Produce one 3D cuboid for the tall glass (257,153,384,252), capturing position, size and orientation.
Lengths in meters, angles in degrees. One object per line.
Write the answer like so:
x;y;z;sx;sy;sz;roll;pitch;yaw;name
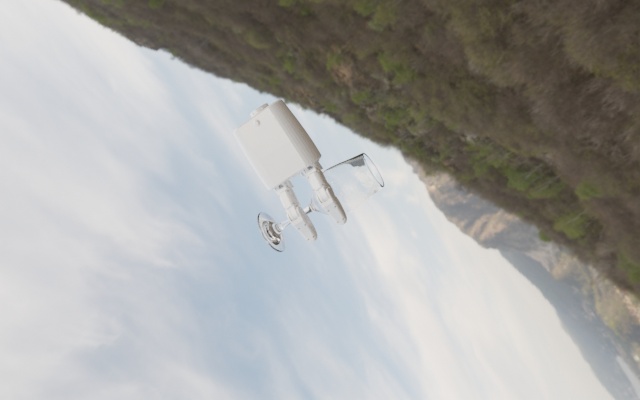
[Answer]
0.000;0.003;0.758;0.201;0.079;0.079;-31;-10;17;tall glass
